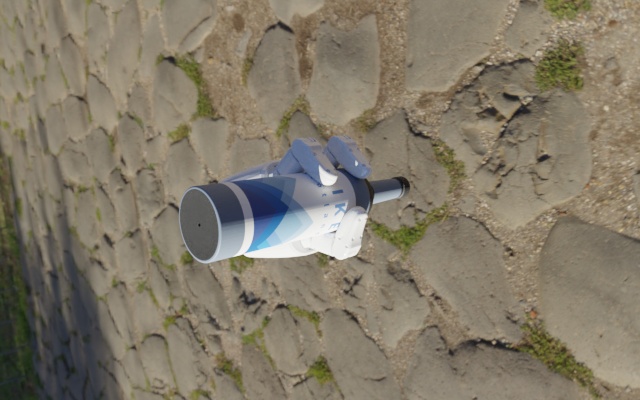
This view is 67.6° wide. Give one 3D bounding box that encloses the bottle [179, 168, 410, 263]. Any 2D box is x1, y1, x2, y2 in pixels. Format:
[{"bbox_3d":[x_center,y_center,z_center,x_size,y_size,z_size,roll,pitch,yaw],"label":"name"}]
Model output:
[{"bbox_3d":[0.000,0.002,0.507,0.069,0.069,0.295,0,7,45],"label":"bottle"}]
